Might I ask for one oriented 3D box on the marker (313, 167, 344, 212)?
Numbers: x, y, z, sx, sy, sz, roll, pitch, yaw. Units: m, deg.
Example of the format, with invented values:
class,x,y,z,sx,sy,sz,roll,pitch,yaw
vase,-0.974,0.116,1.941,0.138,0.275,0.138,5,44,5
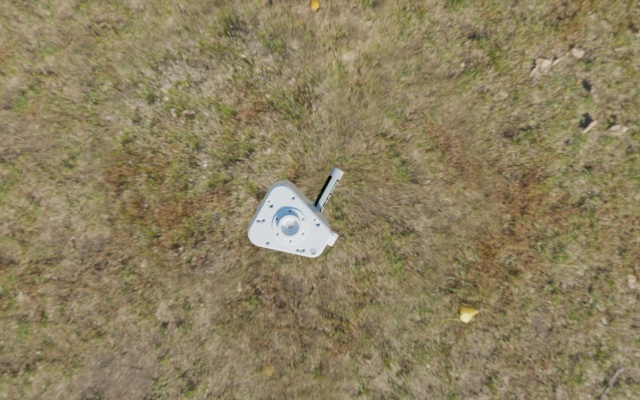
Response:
class,x,y,z,sx,sy,sz,roll,pitch,yaw
marker,0.000,0.003,0.767,0.020,0.121,0.020,29,2,-1
